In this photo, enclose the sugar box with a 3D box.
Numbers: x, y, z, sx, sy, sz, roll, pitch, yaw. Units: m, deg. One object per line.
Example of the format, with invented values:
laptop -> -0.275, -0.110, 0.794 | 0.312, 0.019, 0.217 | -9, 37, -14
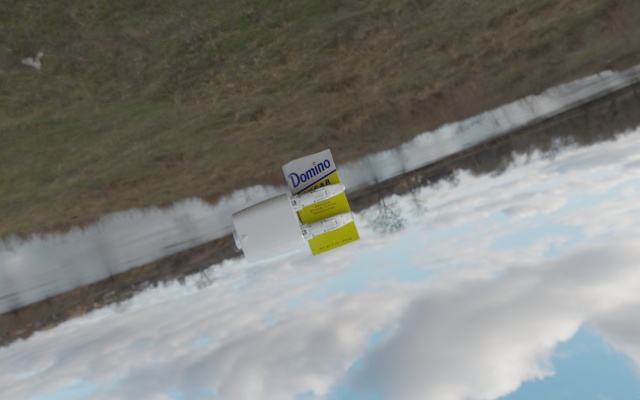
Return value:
sugar box -> 0.000, 0.003, 0.876 | 0.093, 0.176, 0.048 | -20, 1, -6
